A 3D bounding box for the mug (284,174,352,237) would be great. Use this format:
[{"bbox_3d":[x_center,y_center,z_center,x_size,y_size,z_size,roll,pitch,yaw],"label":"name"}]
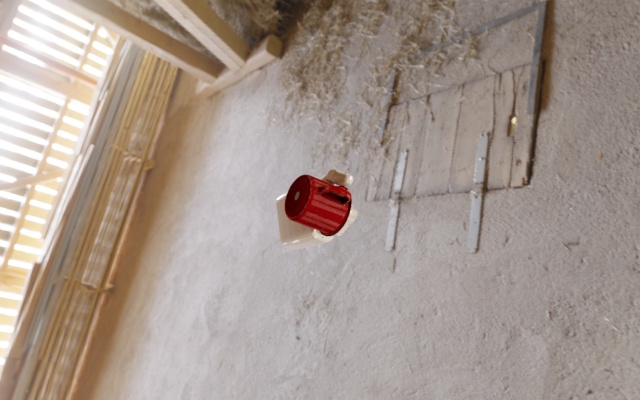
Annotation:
[{"bbox_3d":[0.001,0.002,0.798,0.081,0.093,0.117,22,-29,-32],"label":"mug"}]
